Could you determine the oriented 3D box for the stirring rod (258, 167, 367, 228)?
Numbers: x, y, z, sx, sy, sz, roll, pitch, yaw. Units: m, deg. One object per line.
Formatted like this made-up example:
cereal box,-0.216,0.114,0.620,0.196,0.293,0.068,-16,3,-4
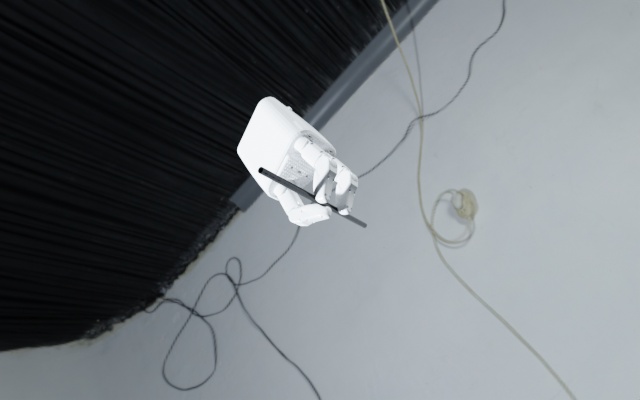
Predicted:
stirring rod,0.000,0.002,0.614,0.011,0.011,0.239,0,-17,35
